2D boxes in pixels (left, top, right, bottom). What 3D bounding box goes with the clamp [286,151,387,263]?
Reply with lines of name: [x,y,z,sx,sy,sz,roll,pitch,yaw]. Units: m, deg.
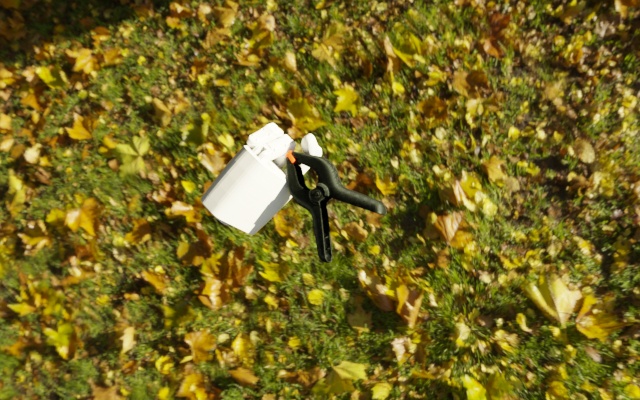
clamp: [0.000,0.002,0.693,0.171,0.120,0.039,45,9,22]
